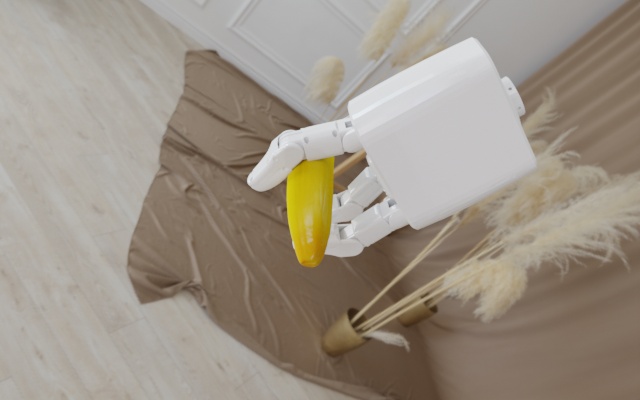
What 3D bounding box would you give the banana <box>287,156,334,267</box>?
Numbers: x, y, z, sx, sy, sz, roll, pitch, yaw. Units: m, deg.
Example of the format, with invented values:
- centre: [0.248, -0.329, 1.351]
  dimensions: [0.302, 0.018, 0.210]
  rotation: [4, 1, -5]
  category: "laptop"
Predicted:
- centre: [-0.004, -0.017, 0.413]
  dimensions: [0.037, 0.070, 0.197]
  rotation: [-12, 19, 8]
  category: "banana"
